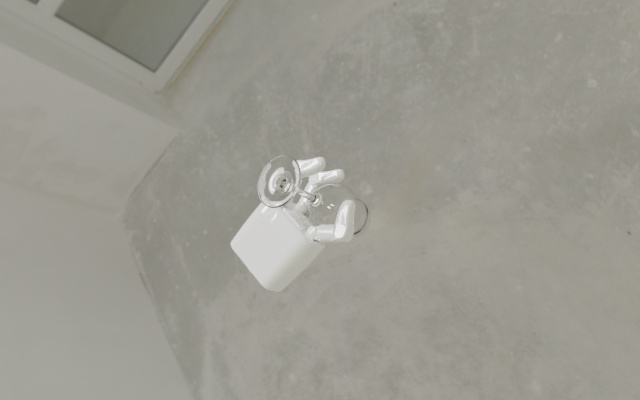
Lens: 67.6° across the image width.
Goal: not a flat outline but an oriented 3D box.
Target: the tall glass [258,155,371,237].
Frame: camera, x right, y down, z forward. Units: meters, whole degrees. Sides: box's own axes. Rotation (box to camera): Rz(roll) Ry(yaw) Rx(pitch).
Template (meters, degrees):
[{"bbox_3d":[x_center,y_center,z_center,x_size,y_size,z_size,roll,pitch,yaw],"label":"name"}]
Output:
[{"bbox_3d":[0.000,0.002,0.715,0.079,0.079,0.201,0,-16,37],"label":"tall glass"}]
